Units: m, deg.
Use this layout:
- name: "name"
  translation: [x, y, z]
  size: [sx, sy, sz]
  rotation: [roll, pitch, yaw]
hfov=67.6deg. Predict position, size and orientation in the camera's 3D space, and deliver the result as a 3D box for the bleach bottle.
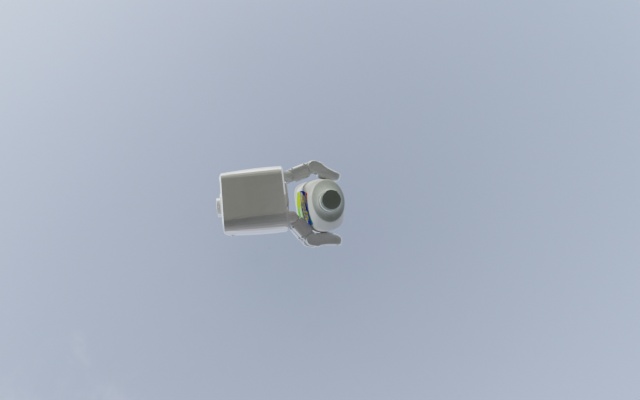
- name: "bleach bottle"
  translation: [0.000, 0.003, 0.802]
  size: [0.068, 0.102, 0.251]
  rotation: [-8, -5, -7]
